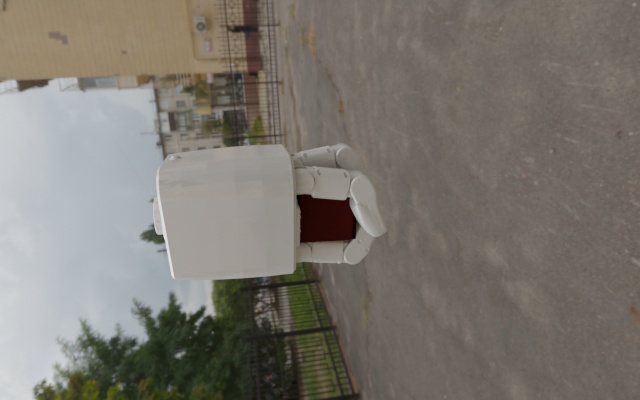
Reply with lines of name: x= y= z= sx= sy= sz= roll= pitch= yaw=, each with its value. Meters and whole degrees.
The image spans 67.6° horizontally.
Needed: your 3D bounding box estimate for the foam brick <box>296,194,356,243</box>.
foam brick: x=0.000 y=0.001 z=0.451 sx=0.051 sy=0.053 sz=0.078 roll=-3 pitch=16 yaw=-10
